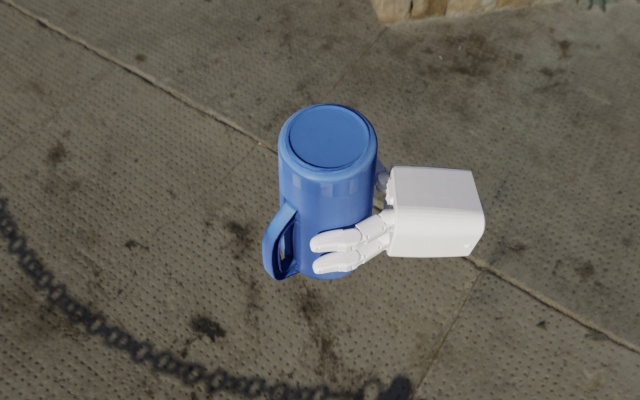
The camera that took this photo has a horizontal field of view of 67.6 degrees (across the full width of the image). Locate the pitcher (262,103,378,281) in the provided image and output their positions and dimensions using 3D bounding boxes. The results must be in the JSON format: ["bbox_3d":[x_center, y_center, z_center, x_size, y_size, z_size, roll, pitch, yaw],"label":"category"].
[{"bbox_3d":[0.000,0.002,0.603,0.145,0.149,0.243,2,-31,1],"label":"pitcher"}]
